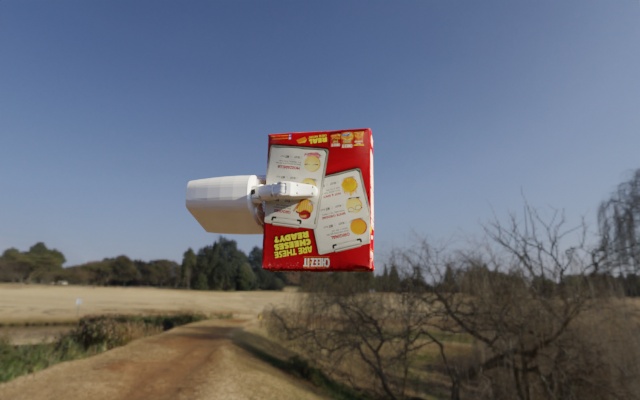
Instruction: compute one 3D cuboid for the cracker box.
[{"bbox_3d":[0.000,0.002,0.740,0.164,0.213,0.072,-2,-13,12],"label":"cracker box"}]
